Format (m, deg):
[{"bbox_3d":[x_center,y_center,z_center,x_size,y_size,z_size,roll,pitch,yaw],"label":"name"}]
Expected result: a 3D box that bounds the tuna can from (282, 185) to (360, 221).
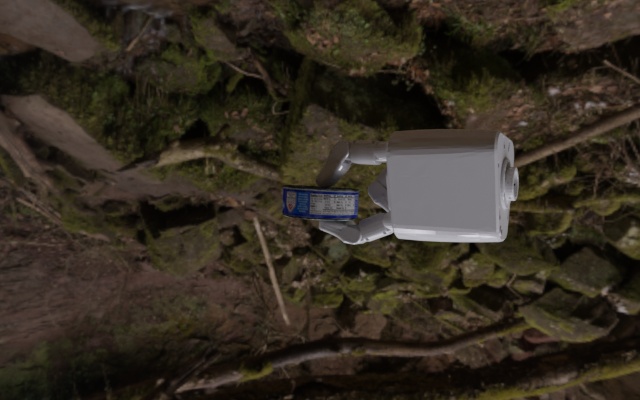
[{"bbox_3d":[0.000,0.002,0.532,0.086,0.034,0.086,3,3,0],"label":"tuna can"}]
